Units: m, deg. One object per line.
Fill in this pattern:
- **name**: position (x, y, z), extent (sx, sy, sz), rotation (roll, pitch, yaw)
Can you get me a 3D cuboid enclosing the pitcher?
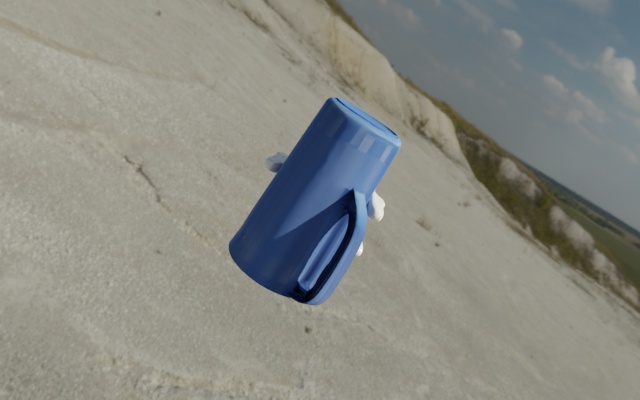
- **pitcher**: position (0.000, 0.002, 0.607), extent (0.149, 0.243, 0.145), rotation (34, 16, 4)
